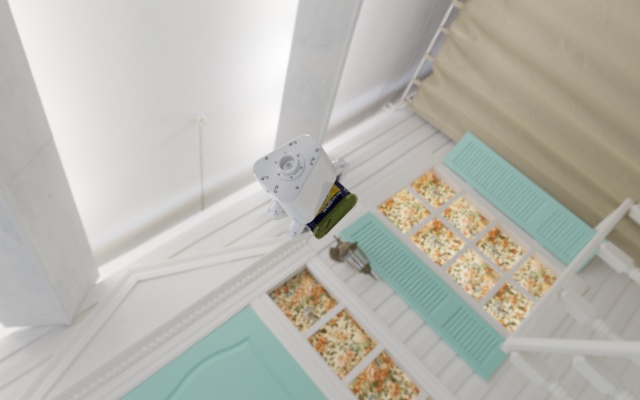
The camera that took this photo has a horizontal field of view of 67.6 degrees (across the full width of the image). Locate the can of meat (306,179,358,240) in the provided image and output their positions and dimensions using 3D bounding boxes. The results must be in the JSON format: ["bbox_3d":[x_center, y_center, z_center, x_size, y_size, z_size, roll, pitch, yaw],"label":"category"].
[{"bbox_3d":[0.000,0.002,0.843,0.084,0.102,0.057,44,-2,21],"label":"can of meat"}]
